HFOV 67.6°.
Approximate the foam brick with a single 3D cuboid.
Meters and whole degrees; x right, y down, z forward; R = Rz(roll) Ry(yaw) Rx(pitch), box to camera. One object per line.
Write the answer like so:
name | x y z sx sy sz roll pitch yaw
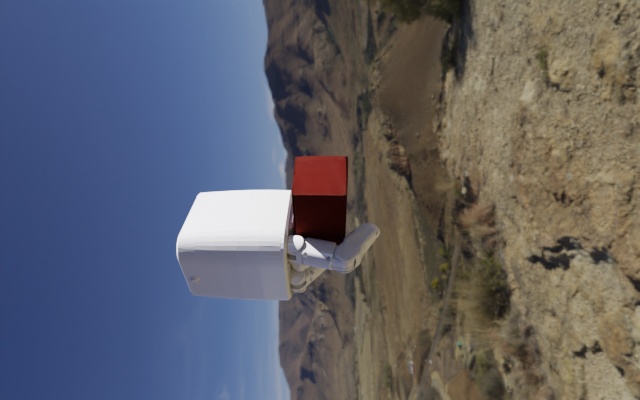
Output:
foam brick | 0.000 0.001 0.466 0.051 0.053 0.078 2 -42 2
